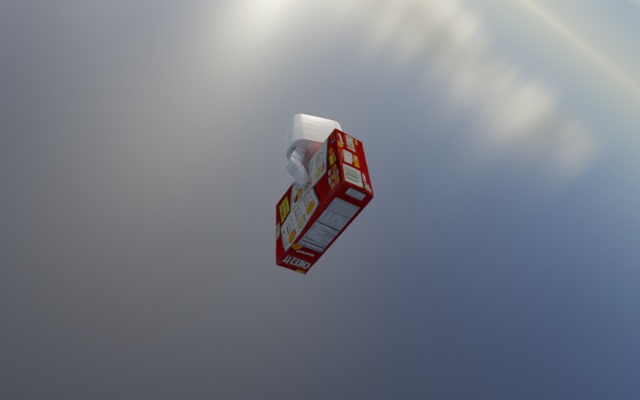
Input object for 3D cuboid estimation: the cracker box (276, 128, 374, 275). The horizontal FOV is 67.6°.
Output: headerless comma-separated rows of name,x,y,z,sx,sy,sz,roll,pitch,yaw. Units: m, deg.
cracker box,0.000,0.003,0.855,0.072,0.214,0.164,24,34,-23
